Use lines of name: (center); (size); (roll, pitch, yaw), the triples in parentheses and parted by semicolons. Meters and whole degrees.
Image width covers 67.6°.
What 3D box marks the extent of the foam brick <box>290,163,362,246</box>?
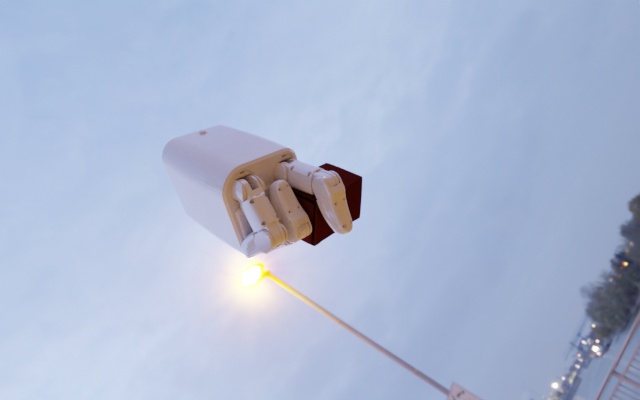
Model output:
foam brick: (0.000, 0.002, 0.496); (0.051, 0.053, 0.078); (24, 35, 34)
